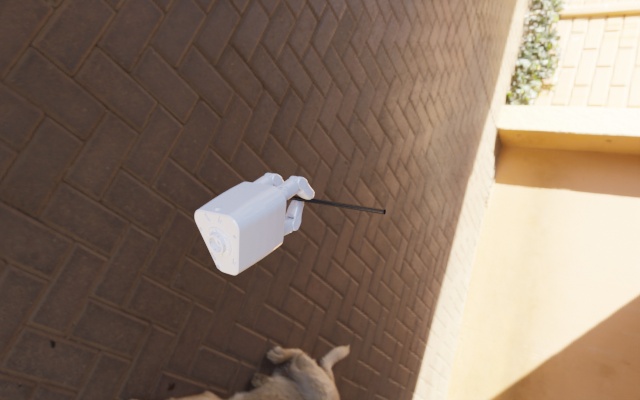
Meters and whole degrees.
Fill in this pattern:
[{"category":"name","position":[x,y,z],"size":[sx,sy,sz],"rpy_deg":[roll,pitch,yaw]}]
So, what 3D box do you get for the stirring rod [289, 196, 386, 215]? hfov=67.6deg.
[{"category":"stirring rod","position":[0.000,0.003,0.798],"size":[0.239,0.011,0.011],"rpy_deg":[9,5,34]}]
